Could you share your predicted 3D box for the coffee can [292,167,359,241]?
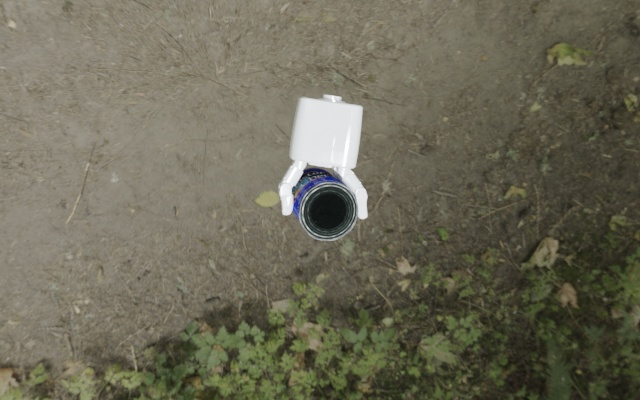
[{"bbox_3d":[0.000,0.003,0.858,0.103,0.103,0.140,0,14,-12],"label":"coffee can"}]
